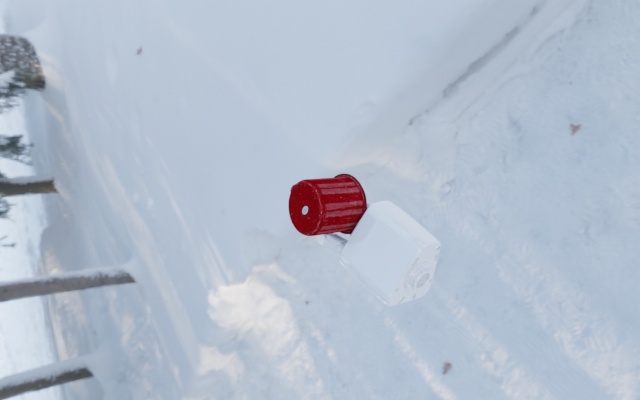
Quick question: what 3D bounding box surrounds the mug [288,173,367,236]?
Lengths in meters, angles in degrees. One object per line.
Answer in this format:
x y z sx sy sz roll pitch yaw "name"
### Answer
-0.001 0.002 0.708 0.081 0.093 0.117 -5 32 -40 "mug"
